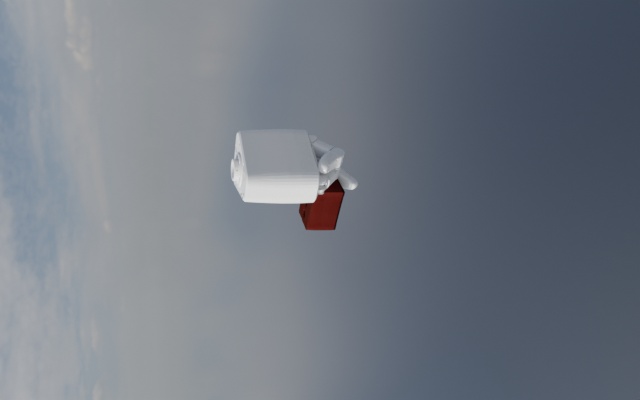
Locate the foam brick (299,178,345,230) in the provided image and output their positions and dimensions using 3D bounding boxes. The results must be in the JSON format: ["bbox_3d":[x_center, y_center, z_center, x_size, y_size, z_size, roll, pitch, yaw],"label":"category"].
[{"bbox_3d":[0.000,0.003,0.762,0.051,0.078,0.053,-2,37,-19],"label":"foam brick"}]
